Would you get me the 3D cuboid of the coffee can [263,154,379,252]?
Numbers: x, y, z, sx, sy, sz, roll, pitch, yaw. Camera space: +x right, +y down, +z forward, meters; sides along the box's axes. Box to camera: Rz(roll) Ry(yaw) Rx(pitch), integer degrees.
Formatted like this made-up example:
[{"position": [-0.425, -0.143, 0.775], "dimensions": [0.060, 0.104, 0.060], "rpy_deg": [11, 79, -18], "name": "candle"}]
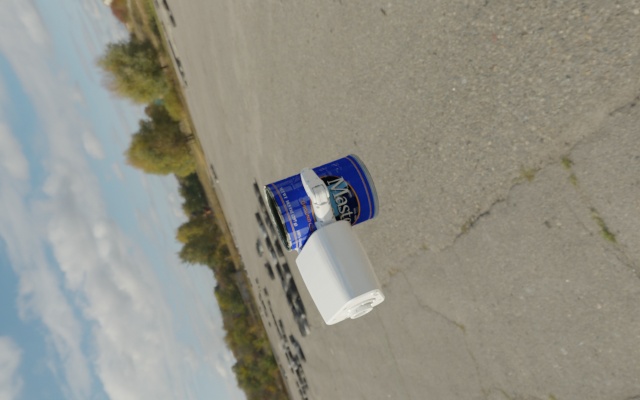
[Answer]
[{"position": [0.000, 0.002, 0.699], "dimensions": [0.140, 0.103, 0.103], "rpy_deg": [-21, 5, -12], "name": "coffee can"}]
